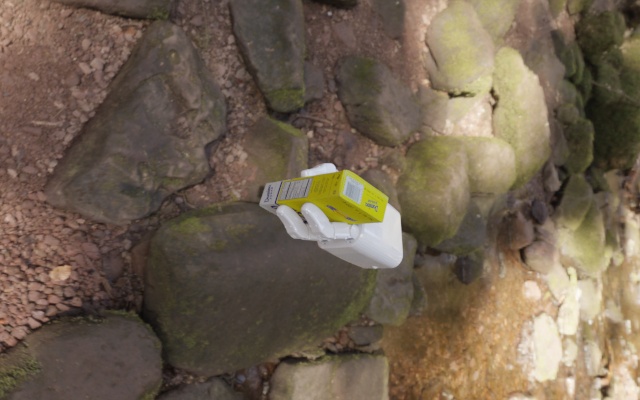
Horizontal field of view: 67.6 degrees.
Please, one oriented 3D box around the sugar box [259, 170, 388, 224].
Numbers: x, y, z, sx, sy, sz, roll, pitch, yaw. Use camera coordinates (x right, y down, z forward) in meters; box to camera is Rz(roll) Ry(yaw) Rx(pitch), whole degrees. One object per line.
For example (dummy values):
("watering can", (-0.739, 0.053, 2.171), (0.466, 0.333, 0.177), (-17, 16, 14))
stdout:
("sugar box", (0.000, 0.003, 0.697), (0.093, 0.048, 0.176), (31, -27, -36))
